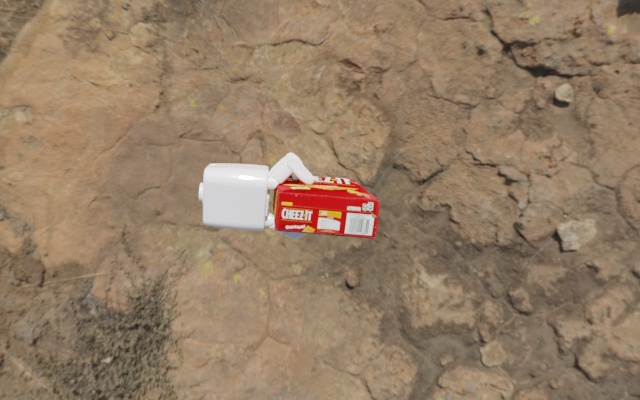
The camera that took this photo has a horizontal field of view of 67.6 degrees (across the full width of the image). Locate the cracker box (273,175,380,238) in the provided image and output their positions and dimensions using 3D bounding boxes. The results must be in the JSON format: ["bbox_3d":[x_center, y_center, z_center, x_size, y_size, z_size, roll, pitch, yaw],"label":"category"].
[{"bbox_3d":[0.000,0.003,0.844,0.164,0.072,0.213,5,11,-7],"label":"cracker box"}]
